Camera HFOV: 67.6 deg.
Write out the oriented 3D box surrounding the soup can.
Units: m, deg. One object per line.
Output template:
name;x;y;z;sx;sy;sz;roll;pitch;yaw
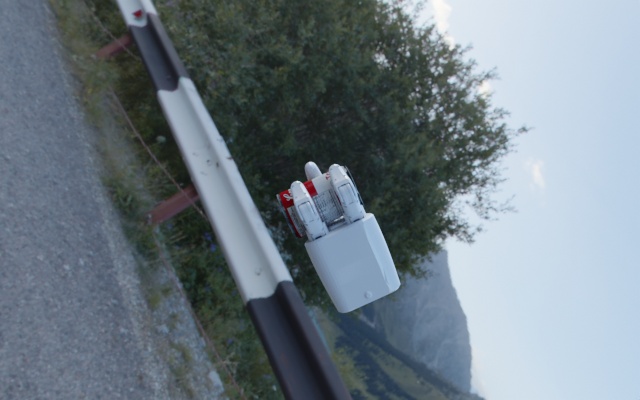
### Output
soup can;0.000;0.002;0.655;0.102;0.068;0.068;-24;0;0
